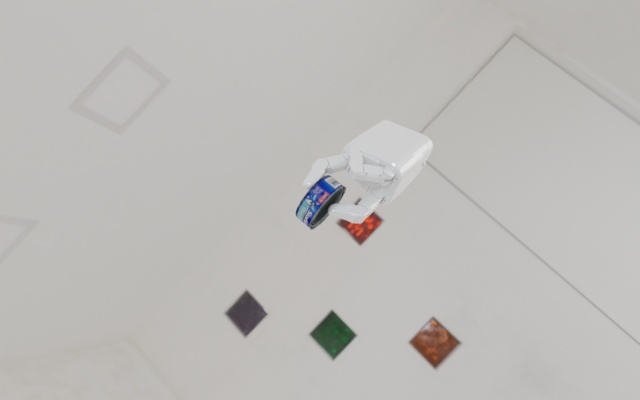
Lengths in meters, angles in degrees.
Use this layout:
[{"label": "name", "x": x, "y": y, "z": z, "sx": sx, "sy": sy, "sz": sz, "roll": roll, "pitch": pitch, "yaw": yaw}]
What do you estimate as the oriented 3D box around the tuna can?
[{"label": "tuna can", "x": 0.000, "y": 0.002, "z": 0.745, "sx": 0.033, "sy": 0.086, "sz": 0.086, "roll": 39, "pitch": 10, "yaw": 12}]
